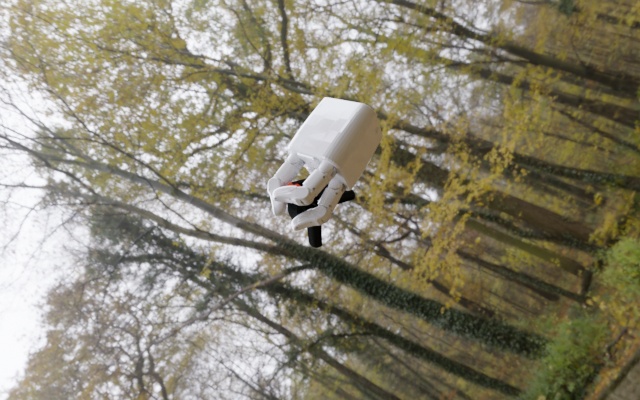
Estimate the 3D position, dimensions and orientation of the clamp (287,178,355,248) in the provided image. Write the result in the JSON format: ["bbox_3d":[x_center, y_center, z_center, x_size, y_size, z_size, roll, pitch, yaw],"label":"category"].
[{"bbox_3d":[0.000,0.002,0.777,0.039,0.120,0.171,28,-14,27],"label":"clamp"}]
